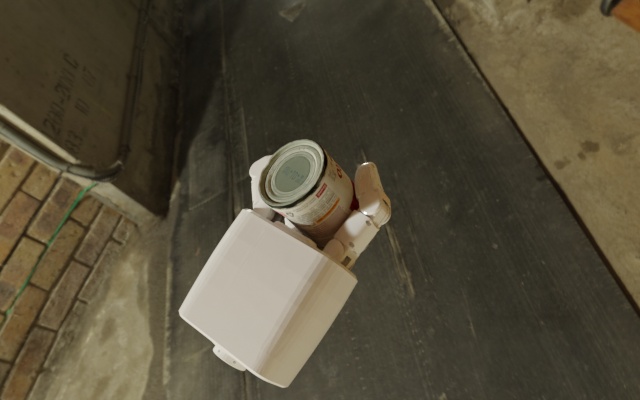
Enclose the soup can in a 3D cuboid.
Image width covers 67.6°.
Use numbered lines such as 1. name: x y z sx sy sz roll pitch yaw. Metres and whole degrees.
1. soup can: 0.000 0.001 0.425 0.068 0.068 0.102 0 -29 35
